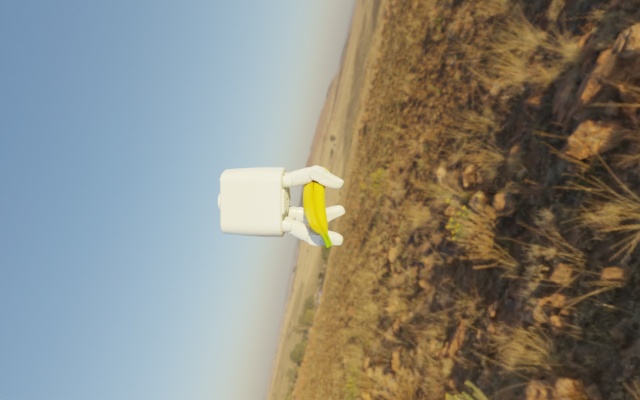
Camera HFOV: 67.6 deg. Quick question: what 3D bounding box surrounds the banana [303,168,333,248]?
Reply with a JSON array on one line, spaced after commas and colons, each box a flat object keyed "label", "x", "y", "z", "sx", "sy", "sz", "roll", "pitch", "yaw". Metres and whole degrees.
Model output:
[{"label": "banana", "x": -0.005, "y": -0.009, "z": 0.824, "sx": 0.037, "sy": 0.070, "sz": 0.197, "roll": -12, "pitch": 40, "yaw": 11}]
